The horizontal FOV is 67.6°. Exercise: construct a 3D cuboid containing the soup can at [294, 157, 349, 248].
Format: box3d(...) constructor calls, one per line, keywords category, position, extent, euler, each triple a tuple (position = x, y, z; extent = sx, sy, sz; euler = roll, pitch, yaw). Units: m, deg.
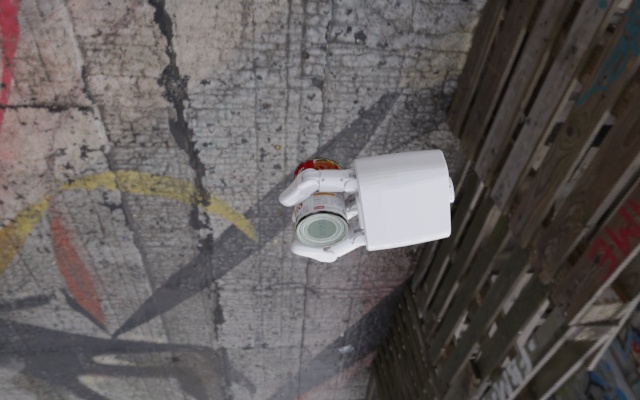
box3d(category="soup can", position=(0.000, 0.002, 0.615), extent=(0.068, 0.102, 0.069), euler=(-2, -44, -2))
